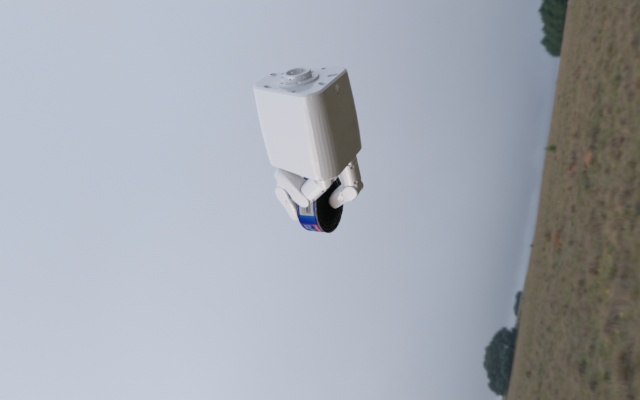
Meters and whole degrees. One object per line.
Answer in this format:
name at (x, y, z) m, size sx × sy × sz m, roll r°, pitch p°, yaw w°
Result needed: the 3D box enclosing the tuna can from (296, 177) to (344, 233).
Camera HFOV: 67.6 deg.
tuna can at (0.000, 0.002, 0.675) m, size 0.034 × 0.086 × 0.086 m, roll 3°, pitch 1°, yaw 28°
